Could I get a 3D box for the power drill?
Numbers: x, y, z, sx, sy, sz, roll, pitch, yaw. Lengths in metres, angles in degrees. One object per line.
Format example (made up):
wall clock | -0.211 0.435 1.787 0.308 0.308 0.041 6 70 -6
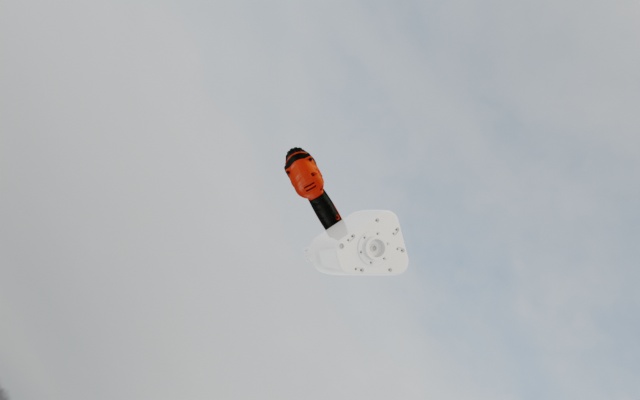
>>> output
power drill | 0.000 0.003 0.816 0.057 0.188 0.184 -31 22 4
